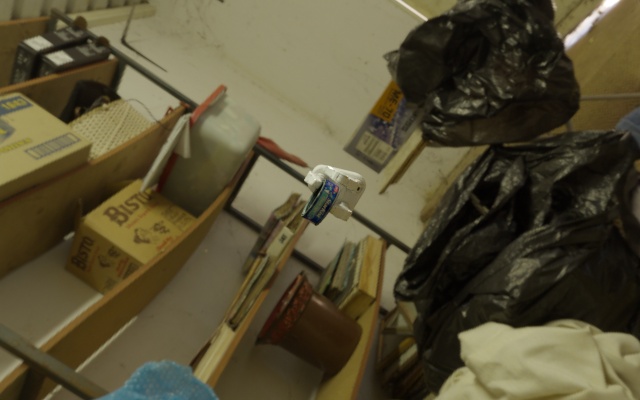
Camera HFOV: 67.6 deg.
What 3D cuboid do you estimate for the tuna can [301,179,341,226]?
[{"bbox_3d":[0.000,0.003,0.889,0.034,0.086,0.086,33,-6,-8],"label":"tuna can"}]
